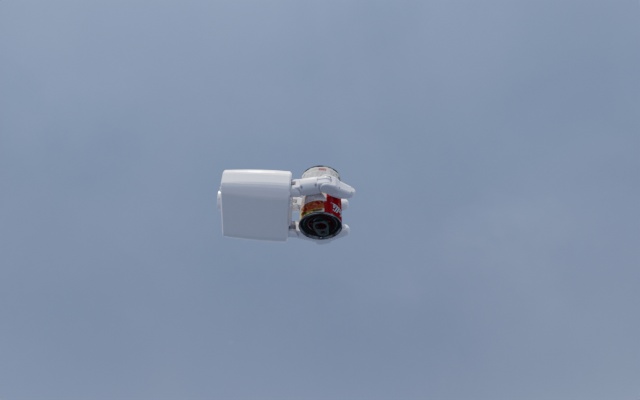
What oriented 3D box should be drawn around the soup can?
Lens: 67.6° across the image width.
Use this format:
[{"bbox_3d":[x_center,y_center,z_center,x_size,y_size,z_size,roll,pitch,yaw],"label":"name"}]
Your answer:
[{"bbox_3d":[0.001,0.002,0.767,0.068,0.102,0.069,0,-40,0],"label":"soup can"}]
